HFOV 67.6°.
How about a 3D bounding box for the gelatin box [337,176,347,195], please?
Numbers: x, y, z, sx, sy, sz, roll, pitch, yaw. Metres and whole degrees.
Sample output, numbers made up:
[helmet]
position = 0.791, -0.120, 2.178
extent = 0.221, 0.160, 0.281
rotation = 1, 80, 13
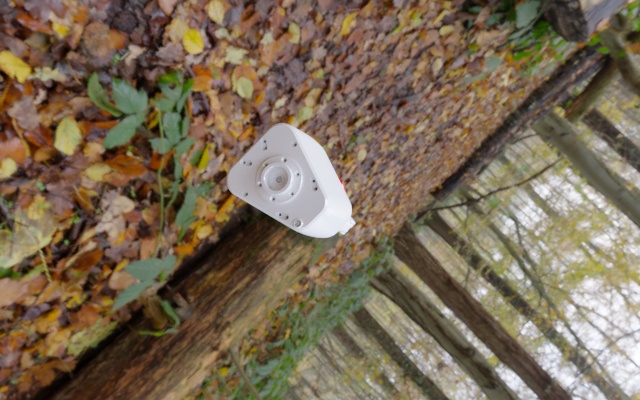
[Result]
[gelatin box]
position = 0.000, 0.003, 0.666
extent = 0.073, 0.030, 0.089
rotation = -41, -19, -6
